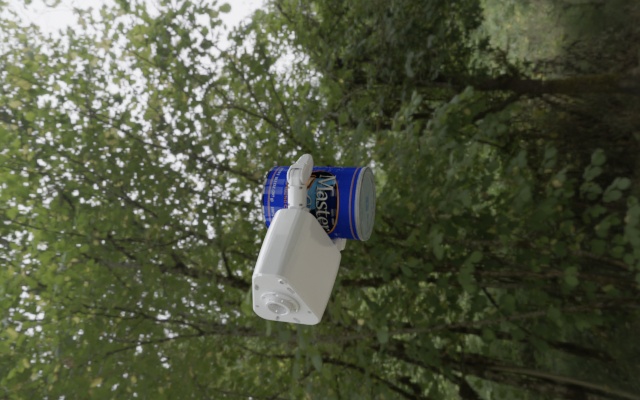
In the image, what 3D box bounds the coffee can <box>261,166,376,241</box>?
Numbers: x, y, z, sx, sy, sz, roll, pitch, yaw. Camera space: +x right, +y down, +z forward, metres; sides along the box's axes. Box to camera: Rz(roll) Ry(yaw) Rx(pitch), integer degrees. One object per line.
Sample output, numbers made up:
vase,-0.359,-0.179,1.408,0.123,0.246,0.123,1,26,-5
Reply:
coffee can,0.000,0.002,0.682,0.140,0.103,0.103,2,1,18
